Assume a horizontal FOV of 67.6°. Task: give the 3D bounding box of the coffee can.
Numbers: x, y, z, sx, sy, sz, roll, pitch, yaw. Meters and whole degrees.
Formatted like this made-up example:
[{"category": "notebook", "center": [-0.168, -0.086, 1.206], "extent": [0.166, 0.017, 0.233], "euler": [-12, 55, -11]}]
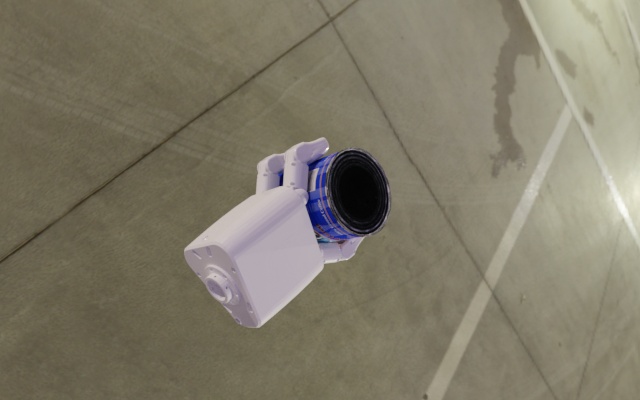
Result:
[{"category": "coffee can", "center": [0.000, 0.002, 0.584], "extent": [0.103, 0.103, 0.140], "euler": [0, -10, -41]}]
